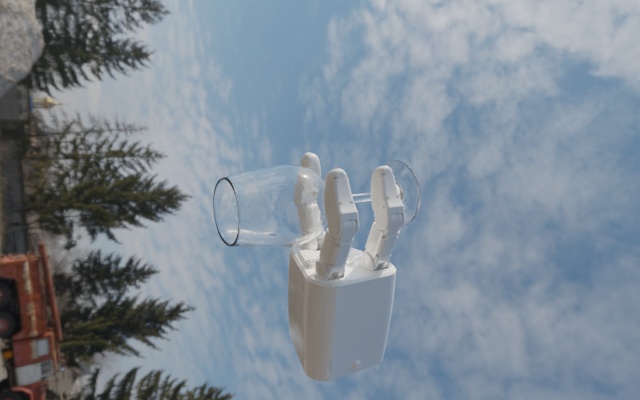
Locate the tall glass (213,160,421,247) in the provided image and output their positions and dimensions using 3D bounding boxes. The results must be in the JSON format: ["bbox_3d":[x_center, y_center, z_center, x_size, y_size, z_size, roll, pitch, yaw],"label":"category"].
[{"bbox_3d":[0.001,0.001,0.473,0.201,0.079,0.079,-6,3,-32],"label":"tall glass"}]
